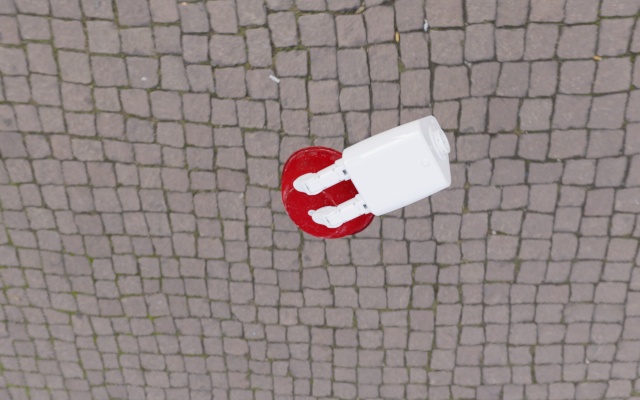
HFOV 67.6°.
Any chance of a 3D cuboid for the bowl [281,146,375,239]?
[{"bbox_3d":[-0.001,0.003,0.715,0.162,0.162,0.055,0,33,31],"label":"bowl"}]
